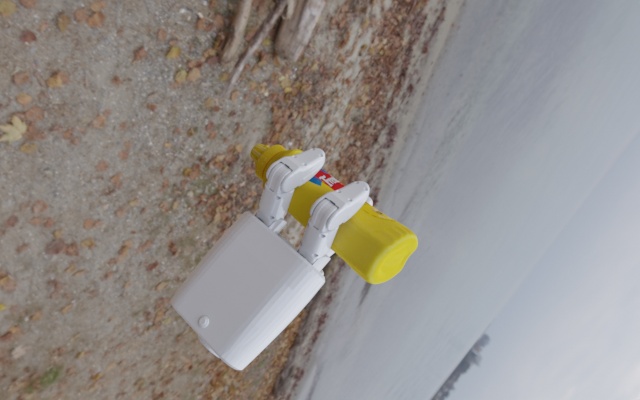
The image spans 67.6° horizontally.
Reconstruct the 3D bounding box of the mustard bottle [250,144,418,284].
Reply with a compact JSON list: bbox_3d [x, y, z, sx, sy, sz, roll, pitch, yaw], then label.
[{"bbox_3d":[0.000,0.001,0.468,0.191,0.058,0.096,38,15,24],"label":"mustard bottle"}]
